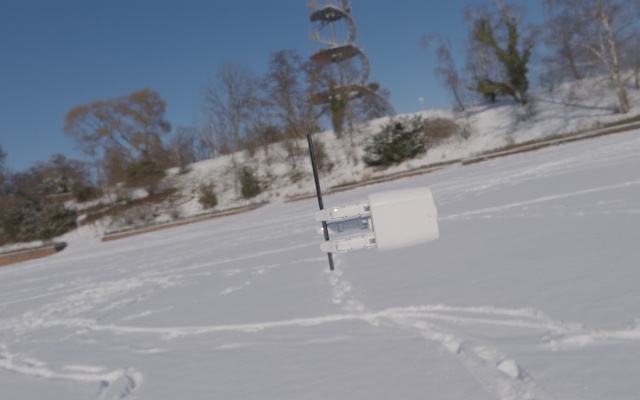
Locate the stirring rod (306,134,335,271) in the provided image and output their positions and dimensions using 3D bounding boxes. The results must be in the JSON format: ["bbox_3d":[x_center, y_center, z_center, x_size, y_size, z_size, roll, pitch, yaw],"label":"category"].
[{"bbox_3d":[0.000,0.003,0.833,0.011,0.239,0.011,-10,0,0],"label":"stirring rod"}]
